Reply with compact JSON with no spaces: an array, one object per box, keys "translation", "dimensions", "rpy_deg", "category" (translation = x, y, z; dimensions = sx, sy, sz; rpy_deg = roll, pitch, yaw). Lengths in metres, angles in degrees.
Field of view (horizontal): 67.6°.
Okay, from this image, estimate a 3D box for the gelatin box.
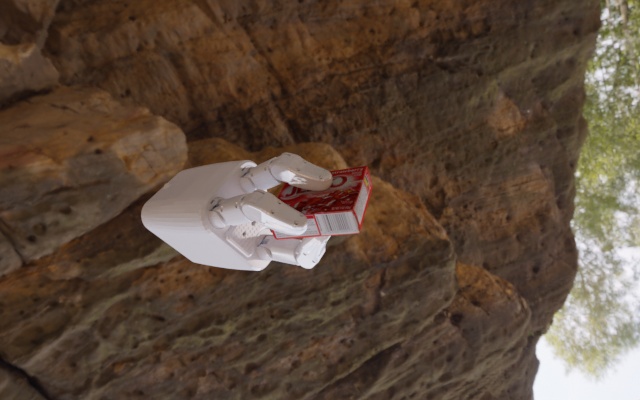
[{"translation":[0.001,0.002,0.462],"dimensions":[0.089,0.030,0.073],"rpy_deg":[-6,34,22],"category":"gelatin box"}]
